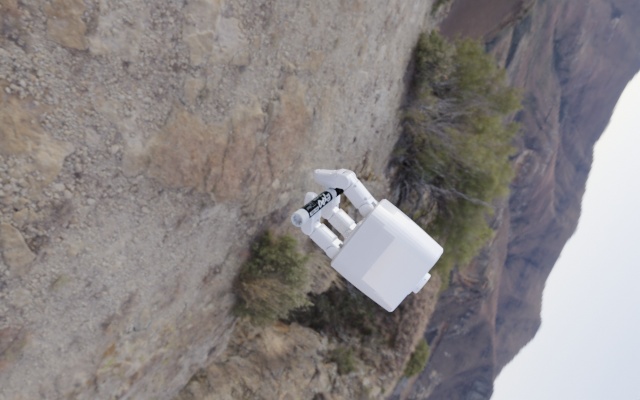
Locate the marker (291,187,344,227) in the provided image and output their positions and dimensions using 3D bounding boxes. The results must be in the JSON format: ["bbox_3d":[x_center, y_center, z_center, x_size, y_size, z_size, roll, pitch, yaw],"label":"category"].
[{"bbox_3d":[0.000,0.002,0.637,0.020,0.020,0.121,0,22,31],"label":"marker"}]
